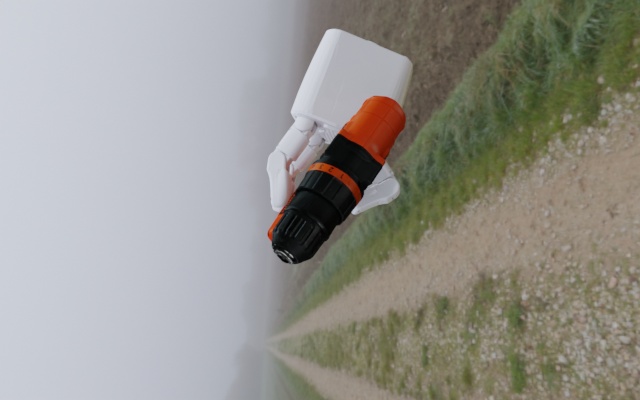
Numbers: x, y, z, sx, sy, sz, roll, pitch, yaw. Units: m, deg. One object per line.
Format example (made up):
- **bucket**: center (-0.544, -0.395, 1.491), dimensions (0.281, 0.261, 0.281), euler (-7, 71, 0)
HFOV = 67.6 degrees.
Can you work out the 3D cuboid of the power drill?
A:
- **power drill**: center (0.000, 0.001, 0.478), dimensions (0.057, 0.184, 0.188), euler (39, -25, -2)
